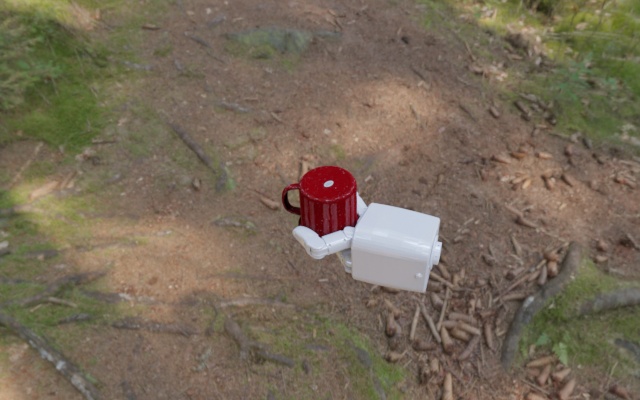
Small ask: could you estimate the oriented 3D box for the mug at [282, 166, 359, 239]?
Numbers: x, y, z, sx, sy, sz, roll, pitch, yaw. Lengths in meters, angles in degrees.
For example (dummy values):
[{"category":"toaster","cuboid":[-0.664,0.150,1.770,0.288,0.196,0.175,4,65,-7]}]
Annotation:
[{"category":"mug","cuboid":[-0.001,0.002,0.689,0.117,0.082,0.093,10,43,15]}]
